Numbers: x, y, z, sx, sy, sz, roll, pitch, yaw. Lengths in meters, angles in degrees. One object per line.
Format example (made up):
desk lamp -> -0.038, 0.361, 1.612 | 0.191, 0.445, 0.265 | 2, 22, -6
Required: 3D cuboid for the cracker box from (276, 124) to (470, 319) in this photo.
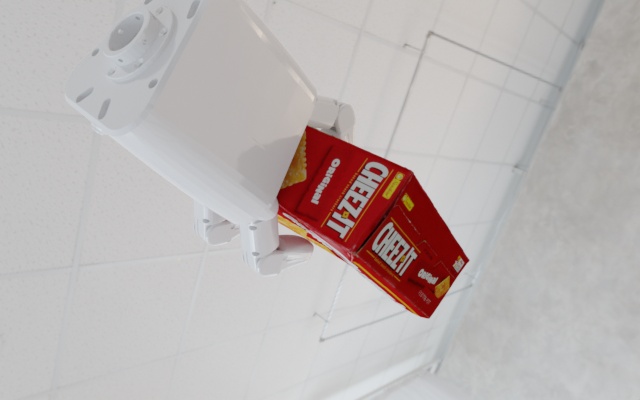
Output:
cracker box -> 0.000, 0.001, 0.404 | 0.213, 0.072, 0.164 | 30, -7, 38
